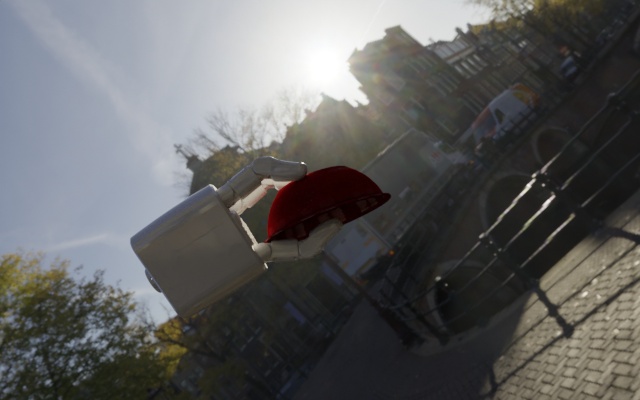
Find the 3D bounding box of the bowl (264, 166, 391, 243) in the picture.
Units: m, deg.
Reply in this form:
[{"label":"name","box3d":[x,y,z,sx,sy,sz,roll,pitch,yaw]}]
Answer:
[{"label":"bowl","box3d":[0.001,0.001,0.573,0.162,0.055,0.162,-20,-11,-4]}]
